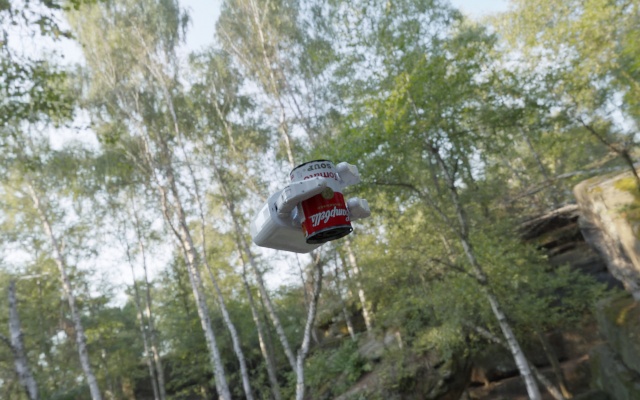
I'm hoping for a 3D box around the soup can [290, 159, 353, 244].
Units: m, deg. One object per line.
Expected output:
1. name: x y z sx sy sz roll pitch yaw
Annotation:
1. soup can: 0.000 0.002 0.668 0.068 0.102 0.068 -14 -18 -5
